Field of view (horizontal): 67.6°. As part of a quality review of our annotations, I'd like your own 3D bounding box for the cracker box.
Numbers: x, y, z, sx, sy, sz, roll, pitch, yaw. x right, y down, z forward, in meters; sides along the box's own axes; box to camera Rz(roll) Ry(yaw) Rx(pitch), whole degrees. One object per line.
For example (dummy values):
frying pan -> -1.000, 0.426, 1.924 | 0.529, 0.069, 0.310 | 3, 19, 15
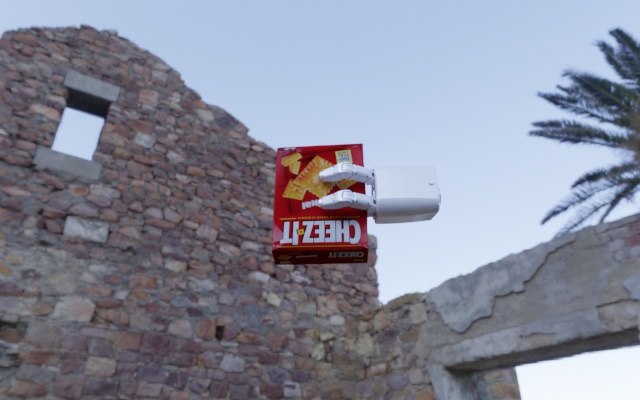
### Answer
cracker box -> 0.000, 0.003, 0.856 | 0.164, 0.213, 0.072 | -2, -29, 3
